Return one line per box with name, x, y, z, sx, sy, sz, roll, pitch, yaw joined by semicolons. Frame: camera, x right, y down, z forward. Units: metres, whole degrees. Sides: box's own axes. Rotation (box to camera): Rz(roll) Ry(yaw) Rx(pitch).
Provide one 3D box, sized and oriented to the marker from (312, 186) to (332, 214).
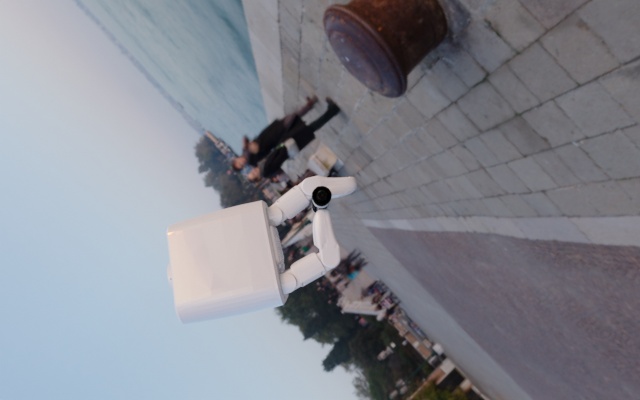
marker;0.000;0.002;0.502;0.020;0.020;0.121;0;-6;-1
